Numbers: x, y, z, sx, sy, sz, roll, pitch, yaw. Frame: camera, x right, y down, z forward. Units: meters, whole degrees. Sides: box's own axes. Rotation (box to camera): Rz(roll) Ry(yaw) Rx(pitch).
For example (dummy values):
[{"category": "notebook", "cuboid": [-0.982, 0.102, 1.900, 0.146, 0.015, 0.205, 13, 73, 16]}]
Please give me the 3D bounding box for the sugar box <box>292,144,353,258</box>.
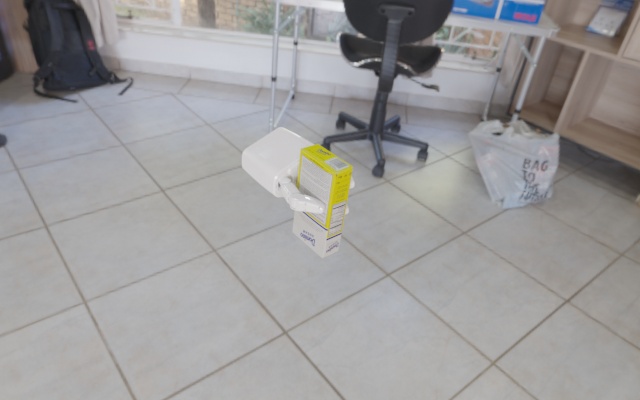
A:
[{"category": "sugar box", "cuboid": [0.000, 0.002, 0.824, 0.048, 0.176, 0.093, -22, 44, -34]}]
